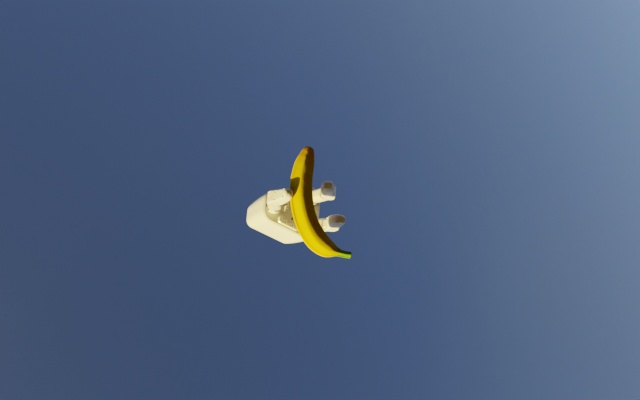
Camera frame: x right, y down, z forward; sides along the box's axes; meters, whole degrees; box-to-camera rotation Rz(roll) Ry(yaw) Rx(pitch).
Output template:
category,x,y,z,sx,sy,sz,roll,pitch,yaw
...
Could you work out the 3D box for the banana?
category,x,y,z,sx,sy,sz,roll,pitch,yaw
banana,-0.015,0.011,0.778,0.069,0.198,0.037,-18,-4,-24
